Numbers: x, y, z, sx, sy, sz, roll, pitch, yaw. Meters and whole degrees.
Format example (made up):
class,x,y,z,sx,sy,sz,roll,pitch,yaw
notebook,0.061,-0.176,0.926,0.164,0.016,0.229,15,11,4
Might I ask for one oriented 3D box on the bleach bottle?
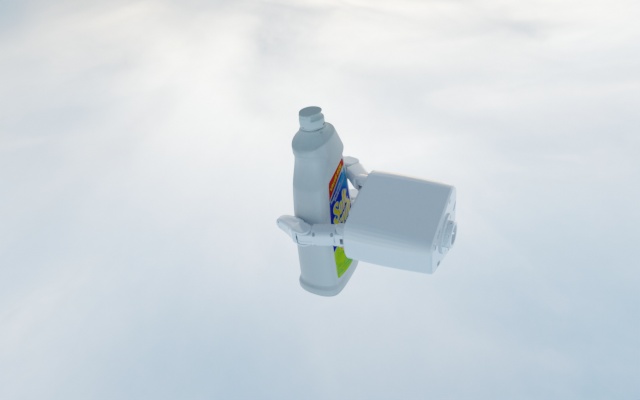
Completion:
class,x,y,z,sx,sy,sz,roll,pitch,yaw
bleach bottle,0.000,0.002,0.622,0.068,0.251,0.102,11,40,27
